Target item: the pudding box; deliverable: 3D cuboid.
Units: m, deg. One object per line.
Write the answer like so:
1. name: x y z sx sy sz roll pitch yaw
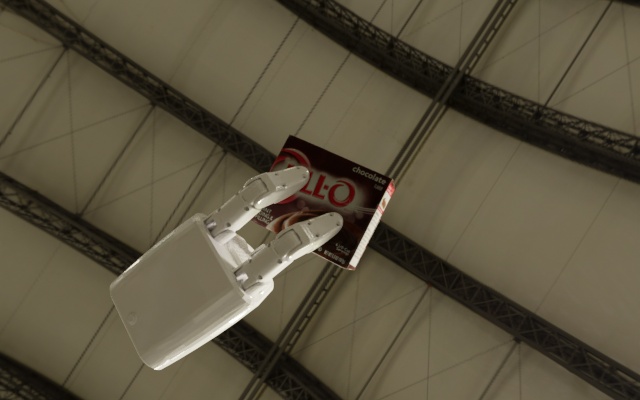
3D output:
1. pudding box: 0.000 0.002 0.444 0.113 0.090 0.039 25 -6 18
